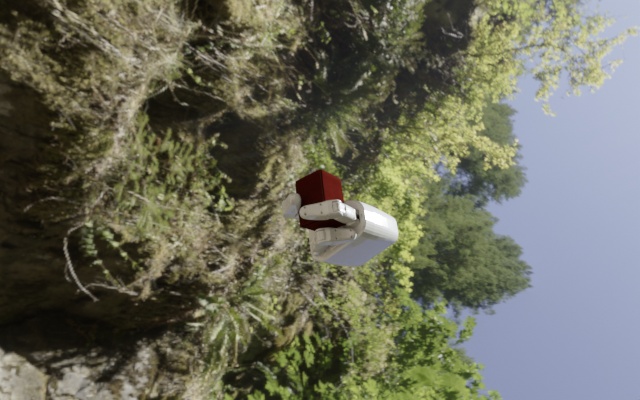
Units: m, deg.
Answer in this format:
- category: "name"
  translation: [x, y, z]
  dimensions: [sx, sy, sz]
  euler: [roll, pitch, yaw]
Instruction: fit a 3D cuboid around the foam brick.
- category: "foam brick"
  translation: [0.000, 0.002, 0.723]
  dimensions: [0.053, 0.078, 0.051]
  euler: [-22, -26, 34]
